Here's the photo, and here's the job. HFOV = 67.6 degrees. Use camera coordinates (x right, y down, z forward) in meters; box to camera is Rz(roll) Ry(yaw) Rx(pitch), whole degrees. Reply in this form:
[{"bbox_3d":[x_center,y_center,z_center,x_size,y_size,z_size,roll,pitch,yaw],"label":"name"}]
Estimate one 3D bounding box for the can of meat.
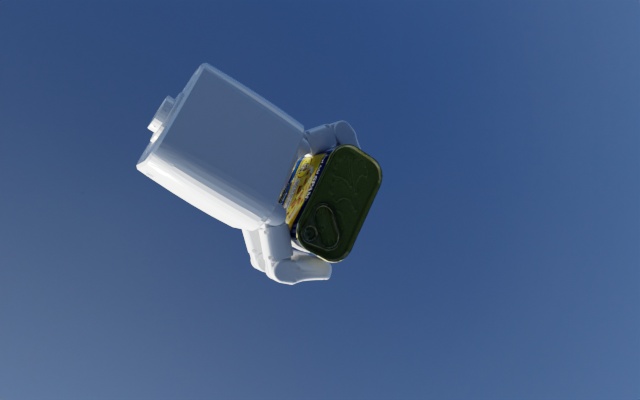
[{"bbox_3d":[0.000,0.001,0.452,0.057,0.102,0.084,30,-12,-24],"label":"can of meat"}]
